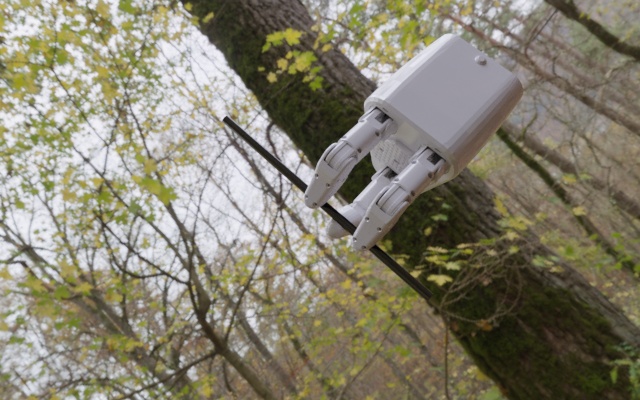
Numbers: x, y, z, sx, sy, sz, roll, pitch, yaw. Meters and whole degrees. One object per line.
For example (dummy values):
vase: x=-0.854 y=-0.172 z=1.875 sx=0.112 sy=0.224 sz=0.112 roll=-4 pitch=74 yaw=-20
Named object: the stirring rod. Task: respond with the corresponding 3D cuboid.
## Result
stirring rod: x=0.000 y=0.001 z=0.412 sx=0.239 sy=0.011 sz=0.011 roll=41 pitch=12 yaw=14
